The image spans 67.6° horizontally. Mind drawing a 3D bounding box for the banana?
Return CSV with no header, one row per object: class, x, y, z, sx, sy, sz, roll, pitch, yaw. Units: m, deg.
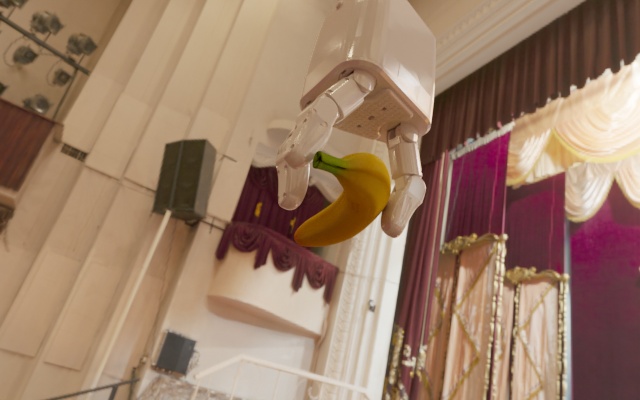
banana,0.019,0.003,0.412,0.069,0.037,0.198,10,-24,-3
